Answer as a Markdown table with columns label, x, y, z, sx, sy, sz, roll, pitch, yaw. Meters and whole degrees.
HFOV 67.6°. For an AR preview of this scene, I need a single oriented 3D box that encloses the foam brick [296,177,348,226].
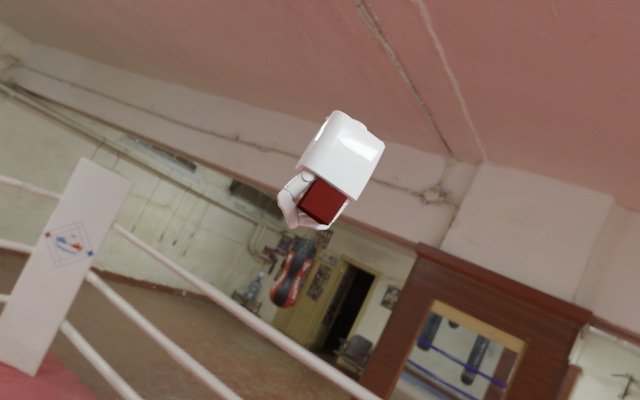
| label | x | y | z | sx | sy | sz | roll | pitch | yaw |
| --- | --- | --- | --- | --- | --- | --- | --- | --- | --- |
| foam brick | 0.000 | 0.002 | 0.717 | 0.053 | 0.051 | 0.078 | 36 | -6 | -6 |
